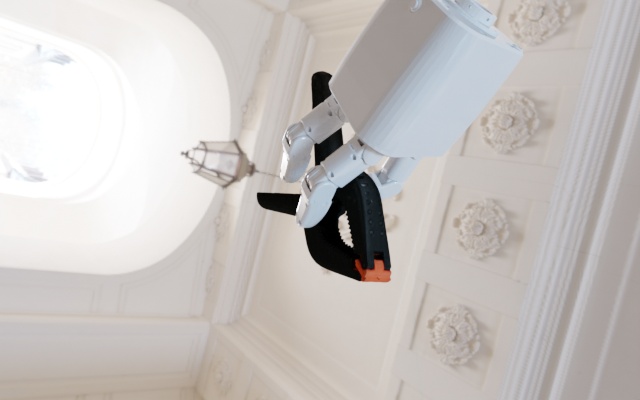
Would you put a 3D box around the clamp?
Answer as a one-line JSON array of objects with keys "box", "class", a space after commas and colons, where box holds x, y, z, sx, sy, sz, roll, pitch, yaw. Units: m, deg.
[{"box": [0.001, 0.002, 0.445, 0.036, 0.209, 0.165, 7, -48, -34], "class": "clamp"}]
